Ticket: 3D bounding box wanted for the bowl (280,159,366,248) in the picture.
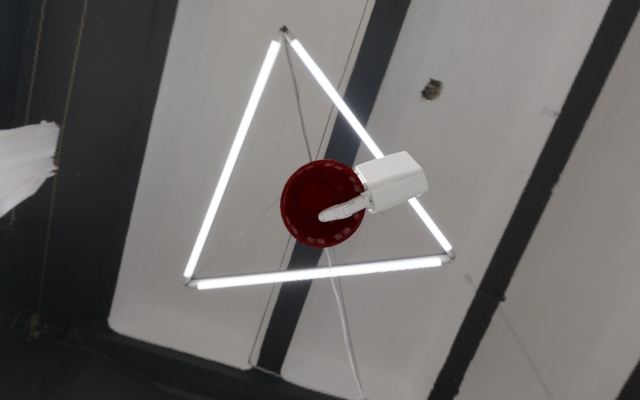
[{"bbox_3d":[-0.001,0.003,0.881,0.162,0.162,0.055,0,9,-16],"label":"bowl"}]
